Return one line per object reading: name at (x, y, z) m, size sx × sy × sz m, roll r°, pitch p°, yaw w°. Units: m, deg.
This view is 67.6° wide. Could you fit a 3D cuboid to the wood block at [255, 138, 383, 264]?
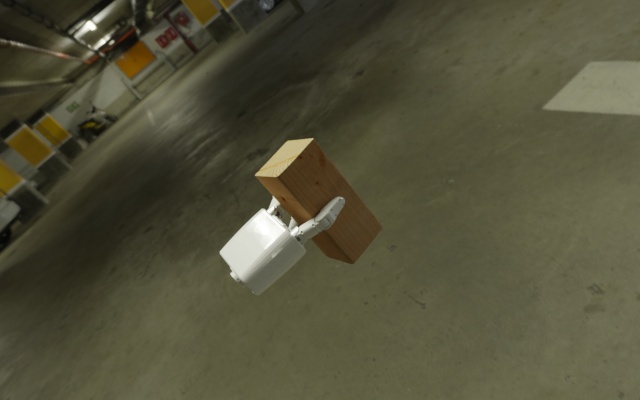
wood block at (0.000, 0.003, 0.812) m, size 0.206 × 0.090 × 0.091 m, roll 50°, pitch -21°, yaw -24°
